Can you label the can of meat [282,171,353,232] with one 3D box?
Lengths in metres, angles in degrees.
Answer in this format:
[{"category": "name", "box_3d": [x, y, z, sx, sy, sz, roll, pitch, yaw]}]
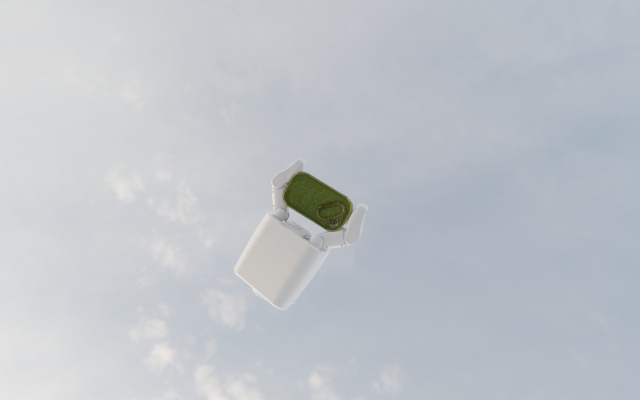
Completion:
[{"category": "can of meat", "box_3d": [0.000, 0.002, 0.729, 0.102, 0.057, 0.084, 31, 3, 7]}]
